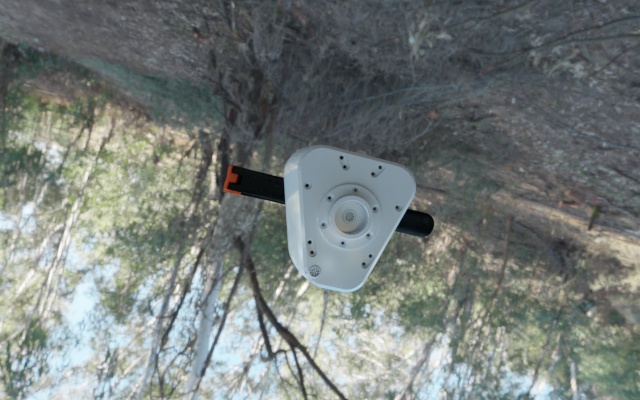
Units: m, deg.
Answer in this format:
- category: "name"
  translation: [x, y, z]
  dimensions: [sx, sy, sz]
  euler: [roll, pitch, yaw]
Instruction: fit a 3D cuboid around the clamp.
- category: "clamp"
  translation: [-0.001, 0.002, 0.529]
  dimensions: [0.210, 0.036, 0.164]
  euler: [14, -3, -8]
